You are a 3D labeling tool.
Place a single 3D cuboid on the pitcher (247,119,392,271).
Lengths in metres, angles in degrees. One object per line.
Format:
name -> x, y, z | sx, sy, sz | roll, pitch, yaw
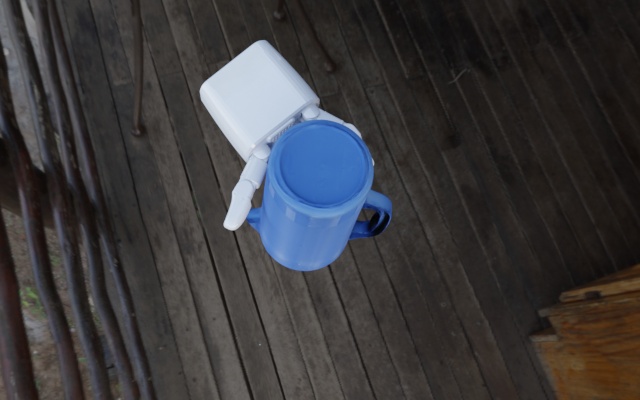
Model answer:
pitcher -> 0.000, 0.002, 0.587 | 0.149, 0.145, 0.243 | -36, -10, -16
